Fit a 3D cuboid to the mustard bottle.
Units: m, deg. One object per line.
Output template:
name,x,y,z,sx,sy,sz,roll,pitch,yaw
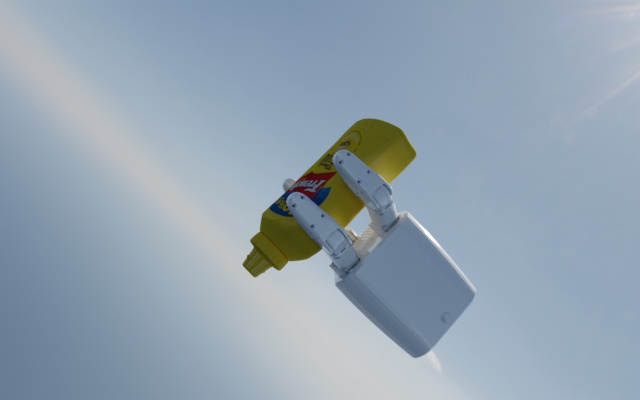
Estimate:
mustard bottle,0.000,0.001,0.465,0.191,0.058,0.096,-45,27,-12
